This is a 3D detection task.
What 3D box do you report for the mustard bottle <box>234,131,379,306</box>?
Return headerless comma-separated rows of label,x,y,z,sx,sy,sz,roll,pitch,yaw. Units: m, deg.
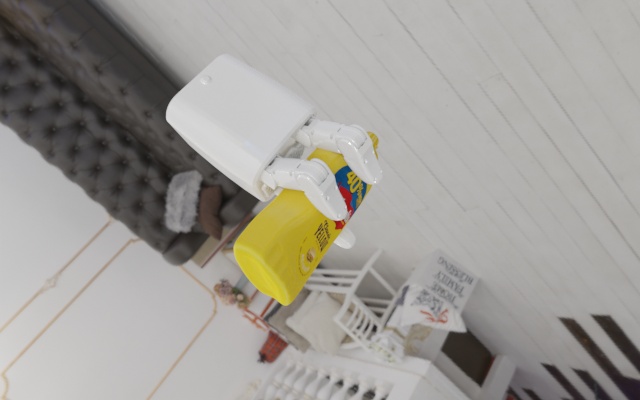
mustard bottle,0.000,0.002,0.461,0.058,0.191,0.096,23,-29,29
